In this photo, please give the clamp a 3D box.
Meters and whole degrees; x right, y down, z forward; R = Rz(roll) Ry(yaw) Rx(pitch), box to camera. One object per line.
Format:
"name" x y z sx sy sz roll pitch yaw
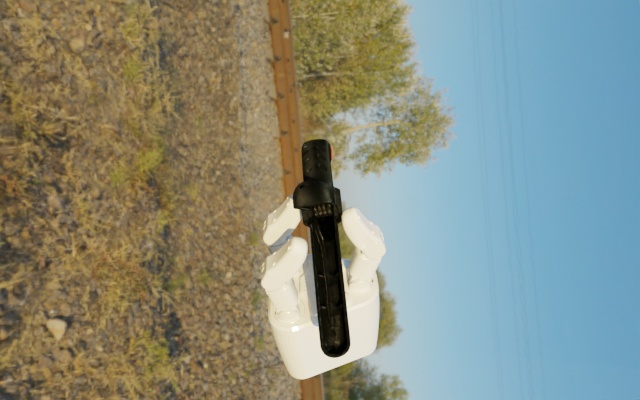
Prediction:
"clamp" 0.001 0.001 0.412 0.036 0.165 0.209 -6 42 2
